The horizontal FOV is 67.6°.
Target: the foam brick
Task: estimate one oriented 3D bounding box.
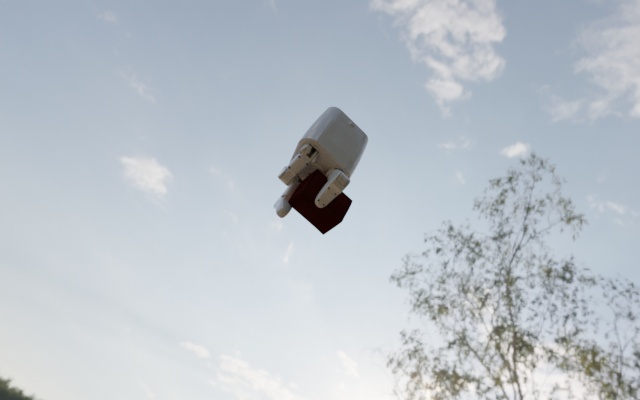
[{"bbox_3d":[0.000,0.003,0.733,0.053,0.078,0.051,-35,17,45],"label":"foam brick"}]
